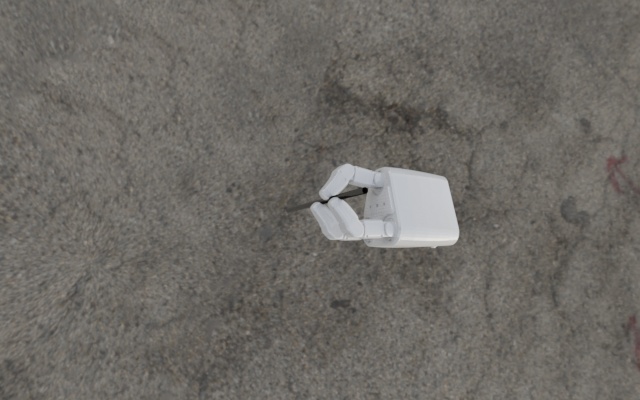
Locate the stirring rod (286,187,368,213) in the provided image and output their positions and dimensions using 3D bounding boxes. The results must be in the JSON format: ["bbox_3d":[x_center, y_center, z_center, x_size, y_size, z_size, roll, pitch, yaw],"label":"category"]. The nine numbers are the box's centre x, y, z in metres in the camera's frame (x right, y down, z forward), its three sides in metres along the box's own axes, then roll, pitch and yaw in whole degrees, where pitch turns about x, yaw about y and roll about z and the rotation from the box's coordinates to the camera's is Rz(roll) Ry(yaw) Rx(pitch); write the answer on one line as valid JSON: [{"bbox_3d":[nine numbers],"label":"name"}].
[{"bbox_3d":[0.000,0.002,0.659,0.011,0.011,0.239,0,-7,-26],"label":"stirring rod"}]
